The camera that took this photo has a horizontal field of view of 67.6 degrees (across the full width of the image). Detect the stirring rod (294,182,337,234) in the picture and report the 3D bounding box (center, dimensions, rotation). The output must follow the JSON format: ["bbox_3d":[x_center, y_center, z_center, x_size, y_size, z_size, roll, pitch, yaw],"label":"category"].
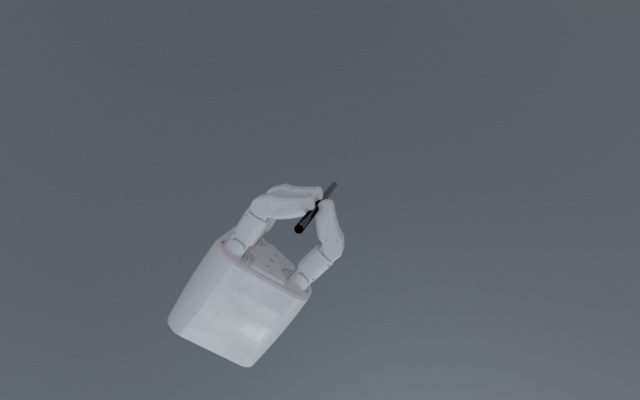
[{"bbox_3d":[0.000,0.002,0.510,0.011,0.011,0.239,0,11,9],"label":"stirring rod"}]
